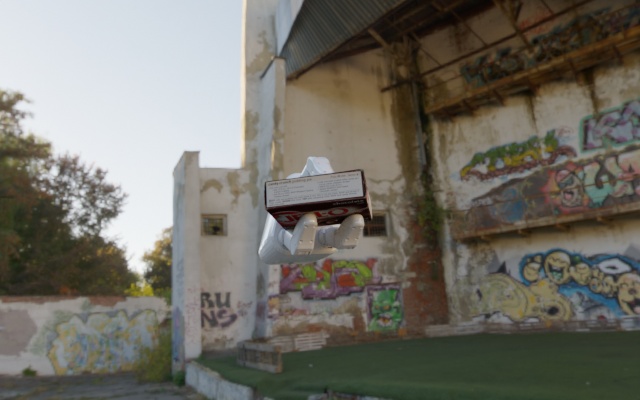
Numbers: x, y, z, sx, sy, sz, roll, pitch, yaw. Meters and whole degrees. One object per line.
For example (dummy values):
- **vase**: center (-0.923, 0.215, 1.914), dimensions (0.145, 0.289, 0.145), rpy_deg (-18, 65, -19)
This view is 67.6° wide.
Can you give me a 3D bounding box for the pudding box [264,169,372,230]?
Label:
- **pudding box**: center (0.000, 0.002, 0.550), dimensions (0.113, 0.039, 0.090), rpy_deg (-9, -18, 7)
